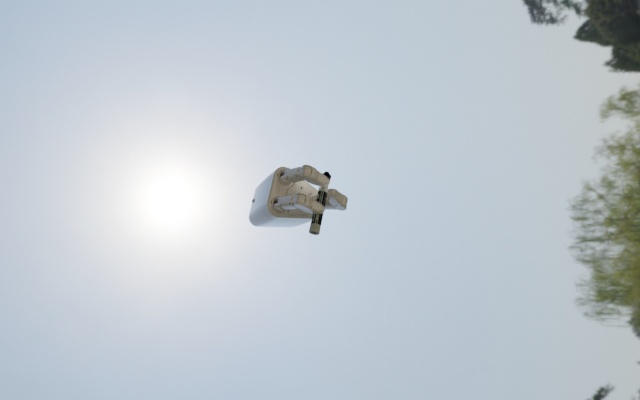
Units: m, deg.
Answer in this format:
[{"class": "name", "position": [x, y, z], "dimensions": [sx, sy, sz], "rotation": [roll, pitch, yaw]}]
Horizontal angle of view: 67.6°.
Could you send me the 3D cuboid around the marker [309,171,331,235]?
[{"class": "marker", "position": [0.000, 0.003, 0.857], "dimensions": [0.020, 0.121, 0.020], "rotation": [10, -23, 4]}]
